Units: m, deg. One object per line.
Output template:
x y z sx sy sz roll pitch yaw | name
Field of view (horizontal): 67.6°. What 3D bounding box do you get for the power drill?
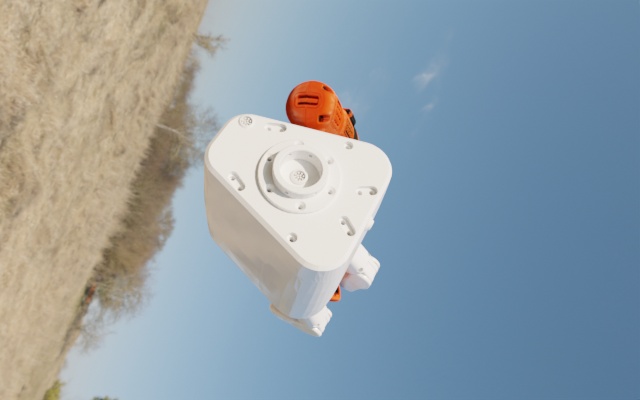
0.000 0.002 0.468 0.057 0.187 0.184 3 -12 16 | power drill
